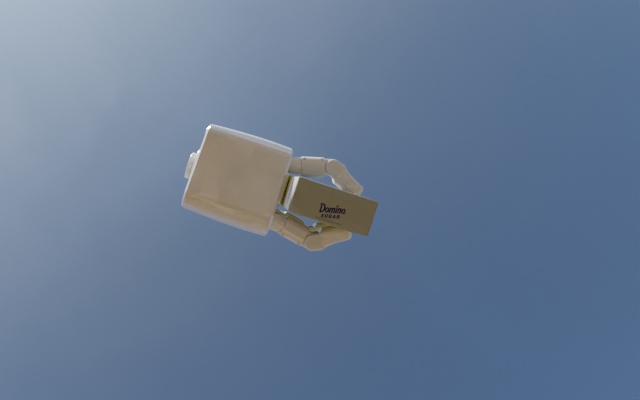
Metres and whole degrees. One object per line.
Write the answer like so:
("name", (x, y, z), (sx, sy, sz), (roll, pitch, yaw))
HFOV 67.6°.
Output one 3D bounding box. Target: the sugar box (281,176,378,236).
("sugar box", (0.000, 0.002, 0.586), (0.093, 0.048, 0.176), (18, 3, -9))
